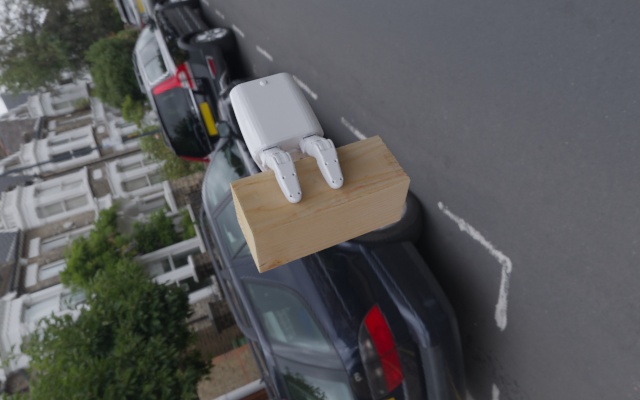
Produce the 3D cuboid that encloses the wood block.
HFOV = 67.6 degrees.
[{"bbox_3d":[0.000,0.002,0.620,0.206,0.090,0.091,-19,-34,-15],"label":"wood block"}]
